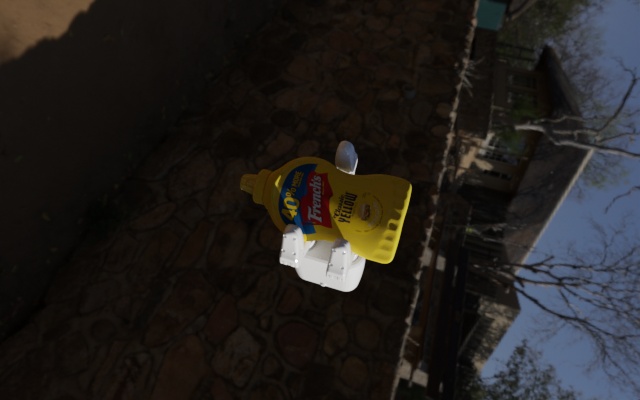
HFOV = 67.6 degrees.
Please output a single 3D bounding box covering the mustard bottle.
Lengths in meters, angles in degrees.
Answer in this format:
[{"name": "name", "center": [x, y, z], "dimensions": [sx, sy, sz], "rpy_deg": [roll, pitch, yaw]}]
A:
[{"name": "mustard bottle", "center": [0.000, 0.002, 0.544], "dimensions": [0.191, 0.096, 0.058], "rpy_deg": [15, -3, 10]}]
